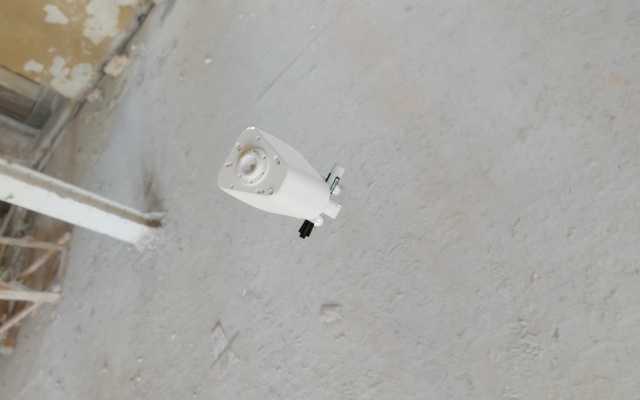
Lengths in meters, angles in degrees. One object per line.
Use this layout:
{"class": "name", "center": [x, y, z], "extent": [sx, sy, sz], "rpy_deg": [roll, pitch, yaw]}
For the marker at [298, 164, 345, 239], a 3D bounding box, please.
{"class": "marker", "center": [0.000, 0.002, 0.713], "extent": [0.020, 0.121, 0.020], "rpy_deg": [28, 0, 0]}
